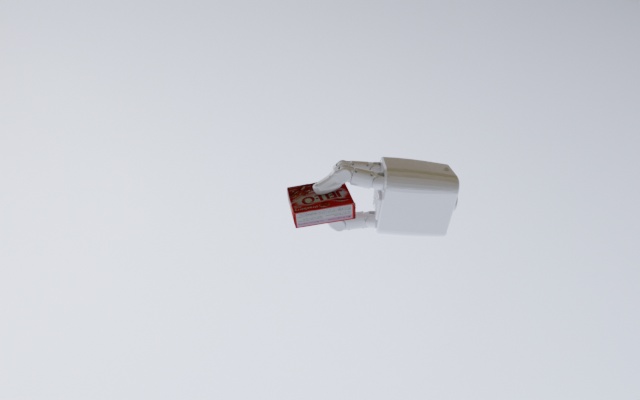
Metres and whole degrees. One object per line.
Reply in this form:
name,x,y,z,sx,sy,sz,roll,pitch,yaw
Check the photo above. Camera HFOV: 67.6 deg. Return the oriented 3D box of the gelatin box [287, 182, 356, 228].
gelatin box,0.000,0.003,0.690,0.089,0.030,0.073,-10,33,-7
